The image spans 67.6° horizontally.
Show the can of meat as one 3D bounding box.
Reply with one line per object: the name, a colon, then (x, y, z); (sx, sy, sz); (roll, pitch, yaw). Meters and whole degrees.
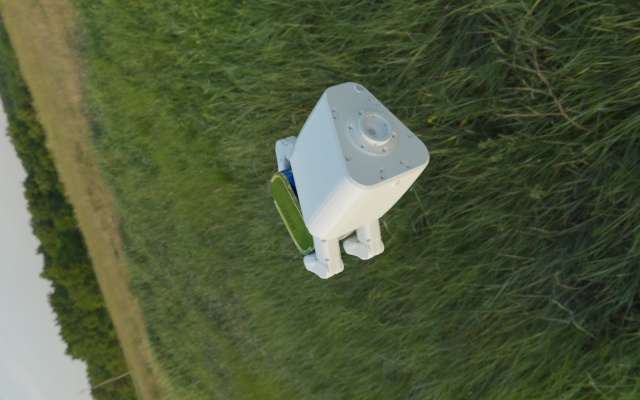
can of meat: (0.000, 0.002, 0.549); (0.084, 0.102, 0.057); (-22, -14, -28)
